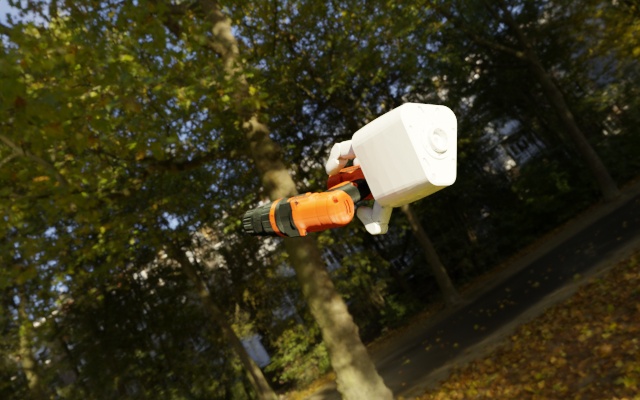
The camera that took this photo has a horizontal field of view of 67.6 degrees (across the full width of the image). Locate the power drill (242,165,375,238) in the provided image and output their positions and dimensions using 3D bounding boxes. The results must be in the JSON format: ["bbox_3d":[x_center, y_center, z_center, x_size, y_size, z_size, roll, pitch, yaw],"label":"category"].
[{"bbox_3d":[0.001,0.002,0.697,0.184,0.057,0.187,-8,14,38],"label":"power drill"}]
